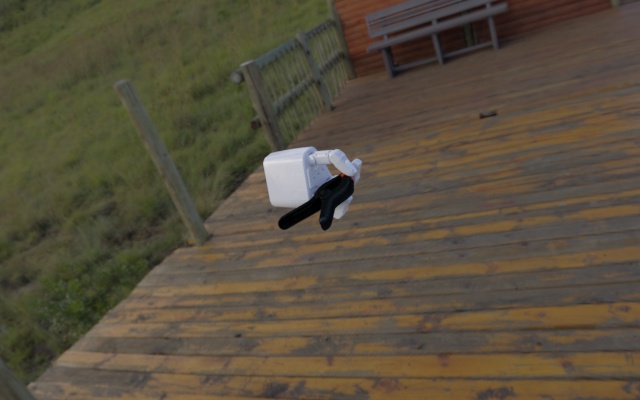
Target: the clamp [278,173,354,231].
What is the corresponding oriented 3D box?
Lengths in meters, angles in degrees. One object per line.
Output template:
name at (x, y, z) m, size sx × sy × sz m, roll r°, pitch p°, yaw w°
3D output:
clamp at (0.000, 0.002, 0.876) m, size 0.120 × 0.039 × 0.171 m, roll -2°, pitch 30°, yaw 34°
